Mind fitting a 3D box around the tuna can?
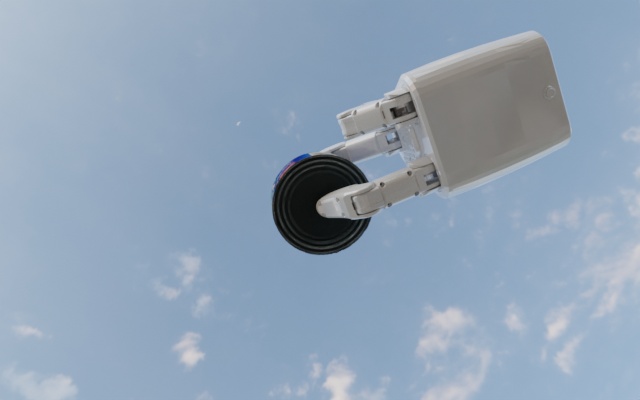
[{"bbox_3d":[0.000,0.001,0.412,0.086,0.086,0.033,0,11,-9],"label":"tuna can"}]
